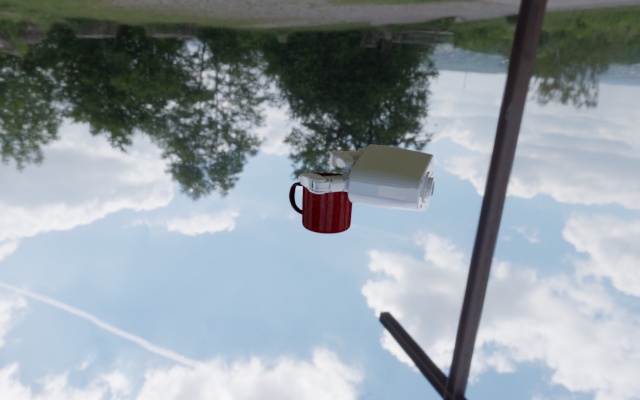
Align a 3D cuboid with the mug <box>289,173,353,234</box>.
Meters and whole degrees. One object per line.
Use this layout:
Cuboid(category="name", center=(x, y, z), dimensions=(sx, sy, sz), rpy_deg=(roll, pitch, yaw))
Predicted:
Cuboid(category="mug", center=(-0.001, 0.003, 0.782), dimensions=(0.117, 0.081, 0.093), rpy_deg=(9, 18, 23))
